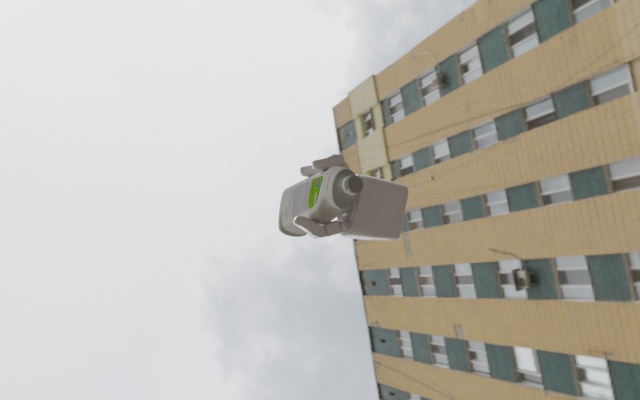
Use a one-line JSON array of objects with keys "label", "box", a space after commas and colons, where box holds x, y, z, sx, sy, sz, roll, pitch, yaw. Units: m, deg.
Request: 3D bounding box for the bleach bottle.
[{"label": "bleach bottle", "box": [0.000, 0.003, 0.847, 0.068, 0.102, 0.251, 9, -13, -24]}]
